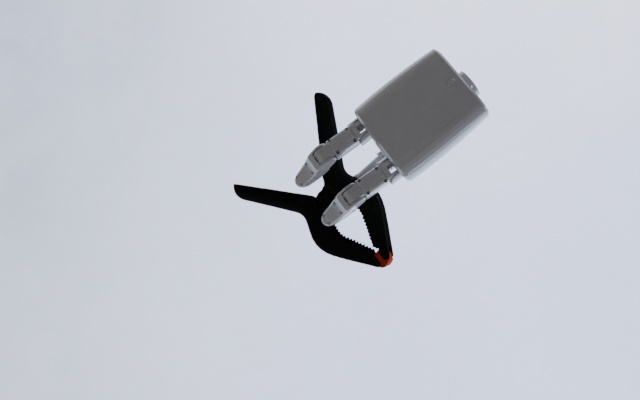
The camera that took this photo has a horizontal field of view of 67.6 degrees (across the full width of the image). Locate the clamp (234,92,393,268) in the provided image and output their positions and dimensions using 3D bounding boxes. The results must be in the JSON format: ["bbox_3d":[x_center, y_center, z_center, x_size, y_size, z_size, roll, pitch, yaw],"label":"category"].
[{"bbox_3d":[0.001,0.002,0.559,0.164,0.210,0.036,-40,-14,16],"label":"clamp"}]
